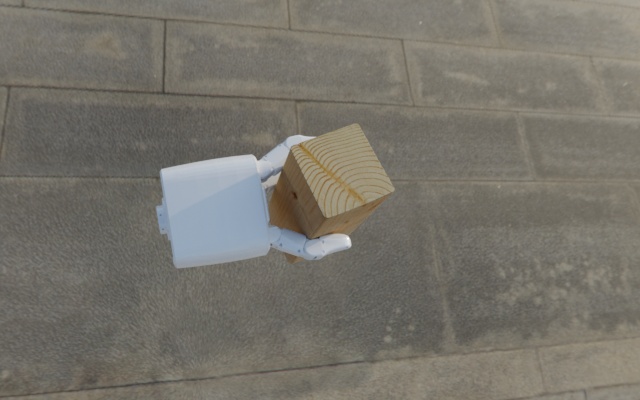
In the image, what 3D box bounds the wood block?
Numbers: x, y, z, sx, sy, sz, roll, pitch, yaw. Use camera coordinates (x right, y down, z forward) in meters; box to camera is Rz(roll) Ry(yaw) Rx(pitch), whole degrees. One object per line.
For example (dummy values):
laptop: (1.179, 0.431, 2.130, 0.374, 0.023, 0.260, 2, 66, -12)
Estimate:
wood block: (0.000, 0.002, 0.603, 0.090, 0.091, 0.206, -22, -13, -21)
